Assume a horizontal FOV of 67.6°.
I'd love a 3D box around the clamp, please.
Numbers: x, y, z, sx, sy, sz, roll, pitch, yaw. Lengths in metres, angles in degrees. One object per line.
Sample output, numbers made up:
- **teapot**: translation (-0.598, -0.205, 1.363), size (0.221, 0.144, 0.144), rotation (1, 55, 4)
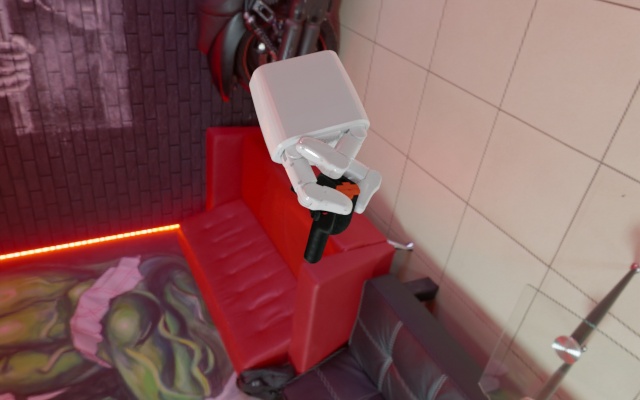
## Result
- **clamp**: translation (0.000, 0.002, 0.616), size (0.039, 0.120, 0.171), rotation (-12, -20, -27)
